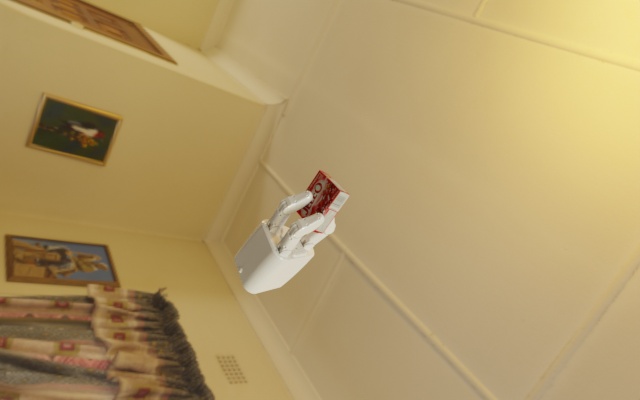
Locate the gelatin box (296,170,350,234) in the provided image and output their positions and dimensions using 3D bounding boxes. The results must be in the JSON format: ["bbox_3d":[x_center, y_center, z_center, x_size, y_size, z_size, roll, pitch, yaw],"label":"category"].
[{"bbox_3d":[0.001,0.003,0.846,0.030,0.089,0.073,22,18,-44],"label":"gelatin box"}]
